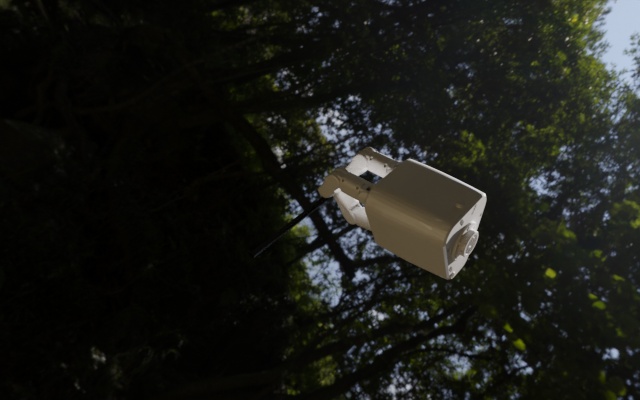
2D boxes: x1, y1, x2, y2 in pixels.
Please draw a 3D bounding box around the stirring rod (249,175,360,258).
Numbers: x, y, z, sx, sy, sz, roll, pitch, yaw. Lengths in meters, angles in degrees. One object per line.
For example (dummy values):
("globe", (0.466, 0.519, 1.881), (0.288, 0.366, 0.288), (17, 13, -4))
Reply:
("stirring rod", (0.000, 0.002, 0.622), (0.239, 0.011, 0.011), (-38, 22, -32))
